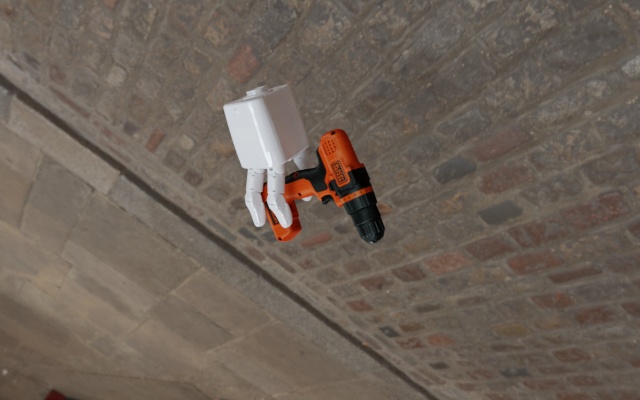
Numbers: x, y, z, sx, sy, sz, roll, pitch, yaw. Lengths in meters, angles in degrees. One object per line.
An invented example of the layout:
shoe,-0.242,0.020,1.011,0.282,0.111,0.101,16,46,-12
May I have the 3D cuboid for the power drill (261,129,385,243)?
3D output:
power drill,0.000,0.002,0.767,0.188,0.184,0.057,-25,-6,32
